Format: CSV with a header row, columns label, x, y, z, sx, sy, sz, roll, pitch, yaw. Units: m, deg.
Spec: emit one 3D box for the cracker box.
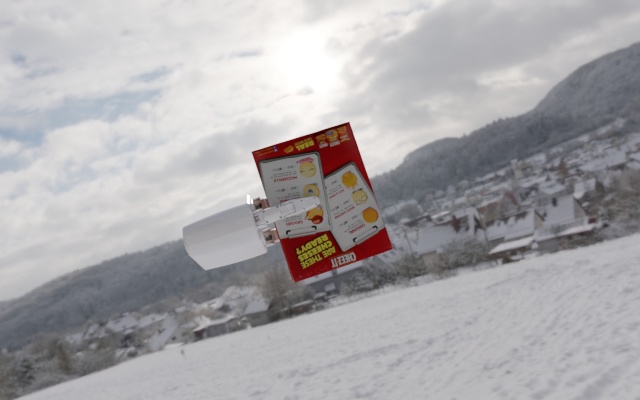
label,x,y,z,sx,sy,sz,roll,pitch,yaw
cracker box,0.000,0.002,0.764,0.164,0.213,0.072,-18,-4,-5
